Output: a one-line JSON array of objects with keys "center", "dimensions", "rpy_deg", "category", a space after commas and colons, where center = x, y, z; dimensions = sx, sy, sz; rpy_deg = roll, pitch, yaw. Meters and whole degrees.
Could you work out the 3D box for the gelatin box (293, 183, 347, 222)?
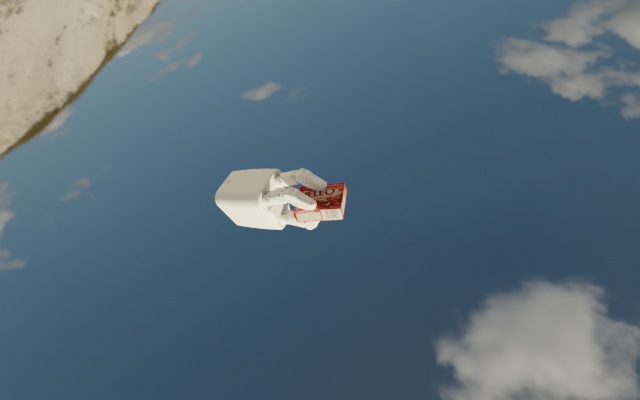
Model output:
[{"center": [0.001, 0.003, 0.873], "dimensions": [0.089, 0.030, 0.073], "rpy_deg": [-4, 40, 14], "category": "gelatin box"}]
